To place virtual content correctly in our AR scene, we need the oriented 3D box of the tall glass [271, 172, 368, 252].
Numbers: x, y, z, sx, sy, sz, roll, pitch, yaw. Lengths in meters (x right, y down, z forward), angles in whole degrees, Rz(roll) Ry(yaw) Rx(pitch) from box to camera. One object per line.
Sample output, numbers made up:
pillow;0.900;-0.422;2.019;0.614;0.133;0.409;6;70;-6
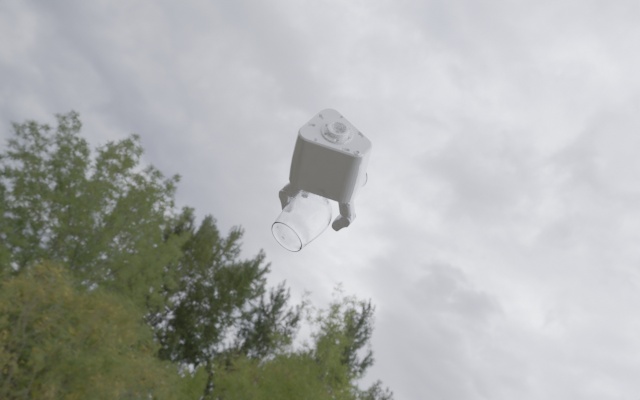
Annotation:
tall glass;0.001;0.002;0.831;0.079;0.079;0.201;0;35;43
